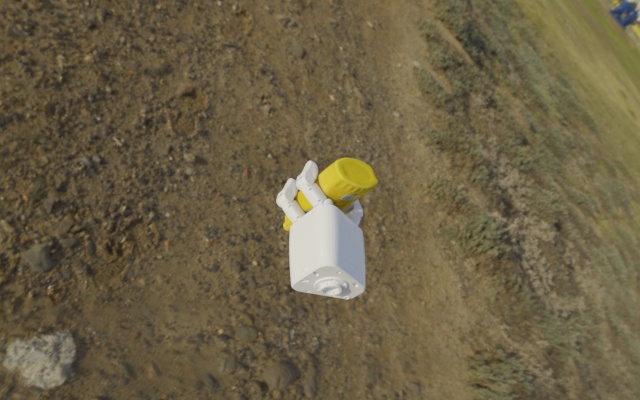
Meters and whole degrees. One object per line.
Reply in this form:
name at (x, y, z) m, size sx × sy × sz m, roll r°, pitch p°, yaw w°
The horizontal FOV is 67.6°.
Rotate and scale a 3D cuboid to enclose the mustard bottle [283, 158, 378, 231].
mustard bottle at (0.000, 0.002, 0.803) m, size 0.096 × 0.058 × 0.192 m, roll 1°, pitch -30°, yaw -46°
